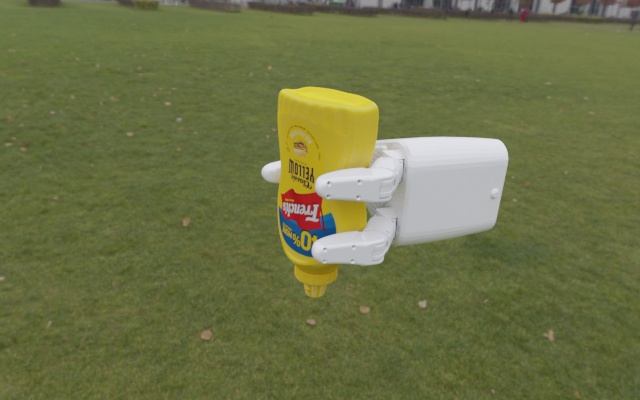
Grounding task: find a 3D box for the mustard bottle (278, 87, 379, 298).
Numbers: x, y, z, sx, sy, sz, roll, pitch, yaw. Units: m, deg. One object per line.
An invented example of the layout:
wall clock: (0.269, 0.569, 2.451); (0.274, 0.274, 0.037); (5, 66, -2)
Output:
mustard bottle: (0.000, 0.001, 0.427); (0.058, 0.192, 0.096); (-17, 30, -40)
